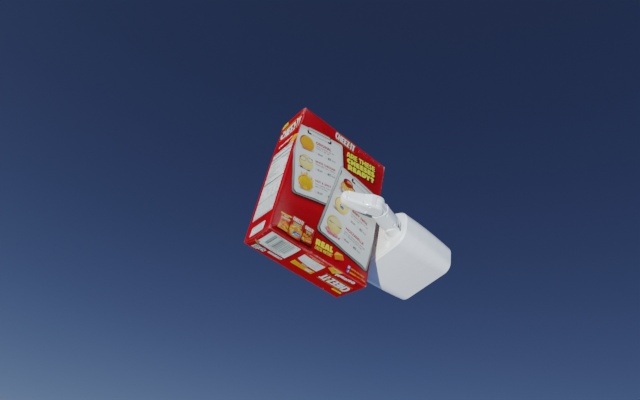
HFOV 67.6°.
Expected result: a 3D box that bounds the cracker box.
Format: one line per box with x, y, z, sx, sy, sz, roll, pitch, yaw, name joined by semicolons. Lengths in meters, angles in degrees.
0.000;0.002;0.670;0.164;0.213;0.072;34;-42;-25;cracker box
